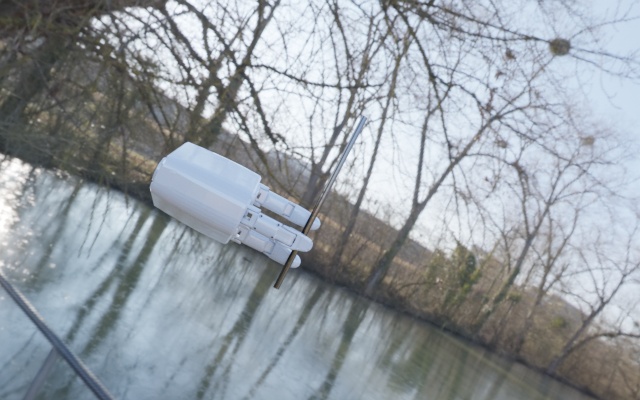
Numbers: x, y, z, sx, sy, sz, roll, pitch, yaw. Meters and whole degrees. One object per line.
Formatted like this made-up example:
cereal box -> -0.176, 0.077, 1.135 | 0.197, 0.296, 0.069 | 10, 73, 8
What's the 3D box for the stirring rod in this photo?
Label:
stirring rod -> 0.000, 0.002, 0.595 | 0.011, 0.239, 0.011 | 27, -2, 1
